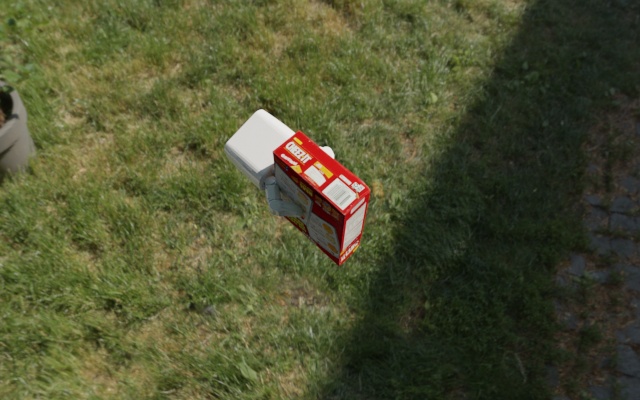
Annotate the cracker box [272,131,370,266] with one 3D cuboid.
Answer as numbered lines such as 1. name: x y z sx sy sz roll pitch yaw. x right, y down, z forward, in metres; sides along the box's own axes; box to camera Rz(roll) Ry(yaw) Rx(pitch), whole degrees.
1. cracker box: 0.000 0.003 0.838 0.164 0.072 0.214 41 -21 20
